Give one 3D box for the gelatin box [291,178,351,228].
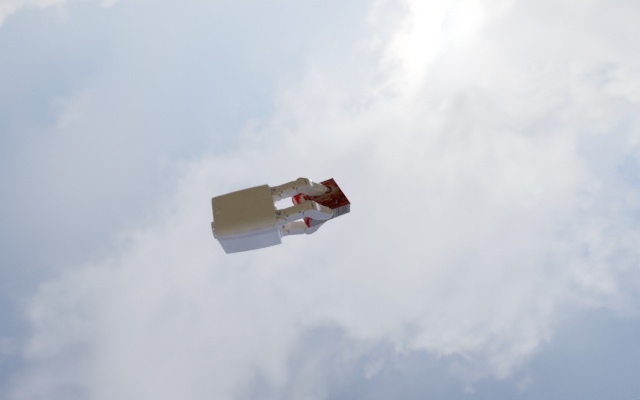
[{"bbox_3d":[0.000,0.003,0.875,0.089,0.030,0.073,-20,50,-17],"label":"gelatin box"}]
